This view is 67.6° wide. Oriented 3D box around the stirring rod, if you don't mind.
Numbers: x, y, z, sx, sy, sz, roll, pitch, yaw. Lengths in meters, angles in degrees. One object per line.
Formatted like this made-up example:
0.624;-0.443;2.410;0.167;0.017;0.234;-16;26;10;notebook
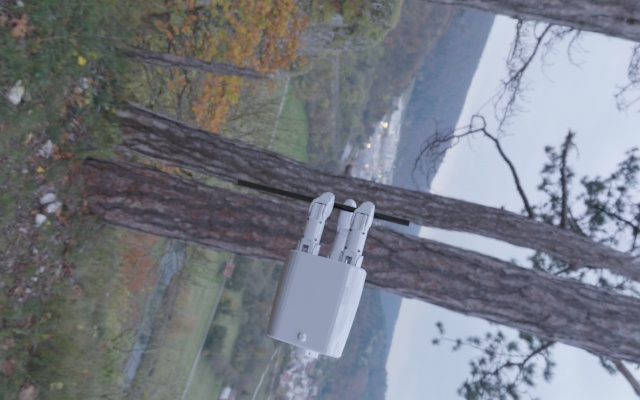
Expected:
0.000;0.002;0.640;0.239;0.011;0.011;14;3;13;stirring rod
